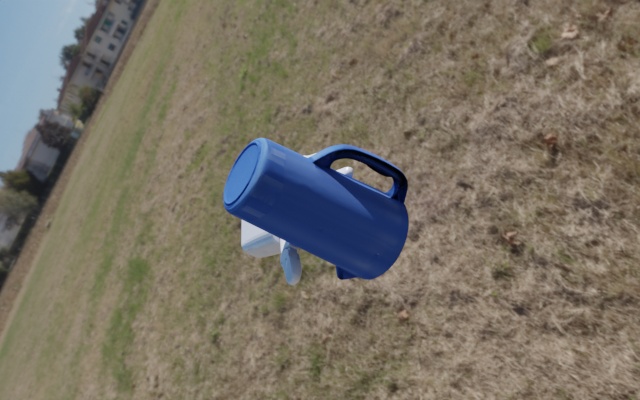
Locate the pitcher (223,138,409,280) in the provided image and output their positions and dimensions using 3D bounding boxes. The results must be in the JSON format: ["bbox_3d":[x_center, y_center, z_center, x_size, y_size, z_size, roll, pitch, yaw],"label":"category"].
[{"bbox_3d":[0.000,0.002,0.664,0.243,0.149,0.145,26,-30,-28],"label":"pitcher"}]
